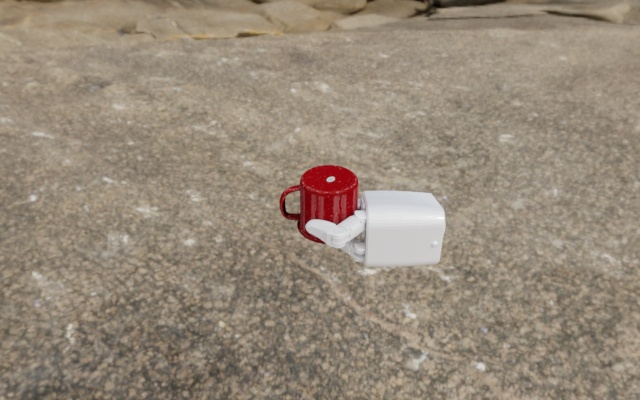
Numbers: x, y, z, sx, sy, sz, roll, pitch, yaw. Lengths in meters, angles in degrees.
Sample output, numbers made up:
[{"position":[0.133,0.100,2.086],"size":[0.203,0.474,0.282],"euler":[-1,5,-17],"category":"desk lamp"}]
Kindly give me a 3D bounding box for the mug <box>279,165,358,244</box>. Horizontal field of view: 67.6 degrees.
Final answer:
[{"position":[-0.001,0.002,0.678],"size":[0.117,0.082,0.093],"euler":[0,33,1],"category":"mug"}]
